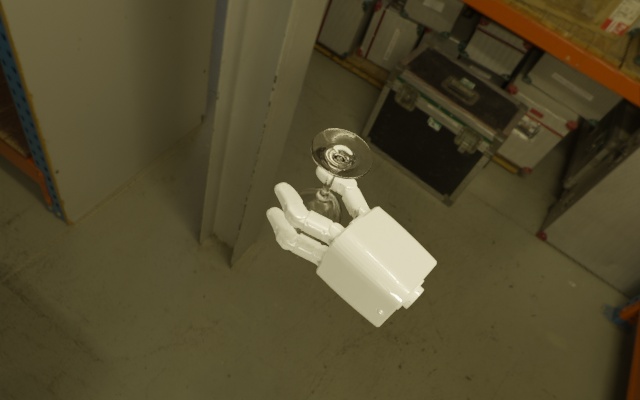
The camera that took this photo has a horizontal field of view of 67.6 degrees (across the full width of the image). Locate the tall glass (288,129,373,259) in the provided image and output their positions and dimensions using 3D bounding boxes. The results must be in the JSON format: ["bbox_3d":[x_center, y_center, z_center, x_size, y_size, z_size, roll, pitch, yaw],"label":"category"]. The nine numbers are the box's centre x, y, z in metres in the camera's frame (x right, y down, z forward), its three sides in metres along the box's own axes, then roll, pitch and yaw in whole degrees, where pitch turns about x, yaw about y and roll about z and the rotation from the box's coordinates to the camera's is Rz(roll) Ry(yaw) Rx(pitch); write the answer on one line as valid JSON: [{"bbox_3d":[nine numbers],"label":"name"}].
[{"bbox_3d":[0.000,0.002,0.623,0.079,0.079,0.201,0,-34,-18],"label":"tall glass"}]
